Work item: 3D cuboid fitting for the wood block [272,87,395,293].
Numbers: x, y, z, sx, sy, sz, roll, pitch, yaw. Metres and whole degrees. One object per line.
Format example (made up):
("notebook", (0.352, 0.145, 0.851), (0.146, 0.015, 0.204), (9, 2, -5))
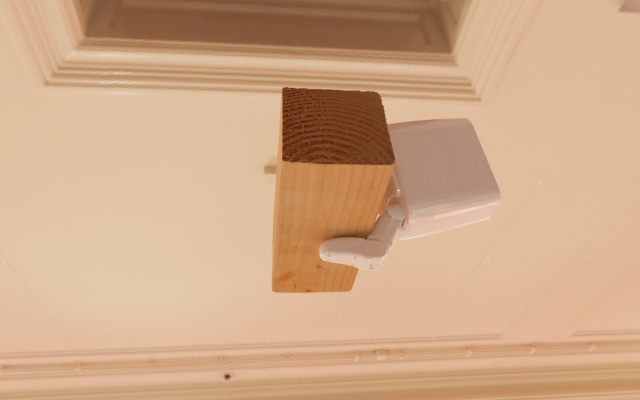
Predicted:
("wood block", (0.000, 0.002, 0.467), (0.090, 0.090, 0.206), (1, -39, -7))
